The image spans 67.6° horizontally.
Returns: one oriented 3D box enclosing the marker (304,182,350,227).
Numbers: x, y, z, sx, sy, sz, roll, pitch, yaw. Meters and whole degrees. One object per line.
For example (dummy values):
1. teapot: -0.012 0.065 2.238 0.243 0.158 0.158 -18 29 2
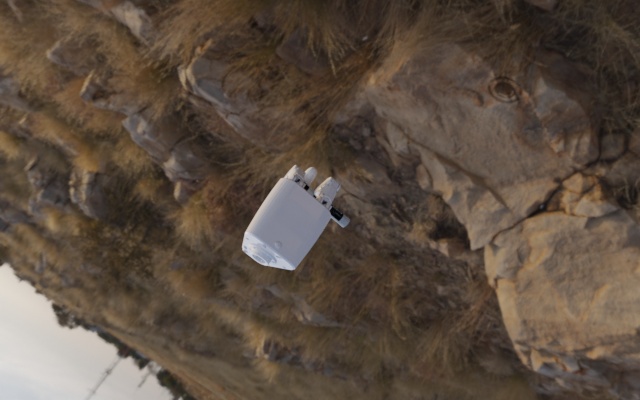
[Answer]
1. marker: 0.000 0.003 0.822 0.121 0.020 0.020 40 -11 -13
